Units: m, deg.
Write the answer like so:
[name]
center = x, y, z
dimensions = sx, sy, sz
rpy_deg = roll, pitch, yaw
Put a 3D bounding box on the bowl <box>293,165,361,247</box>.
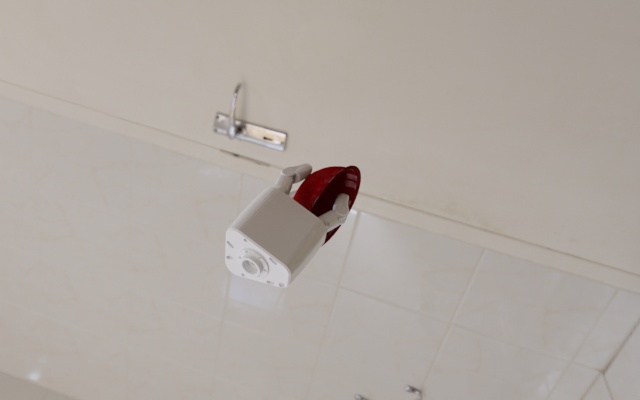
[bowl]
center = 0.000, 0.002, 0.795
dimensions = 0.055, 0.162, 0.162
rpy_deg = 32, 13, 23
